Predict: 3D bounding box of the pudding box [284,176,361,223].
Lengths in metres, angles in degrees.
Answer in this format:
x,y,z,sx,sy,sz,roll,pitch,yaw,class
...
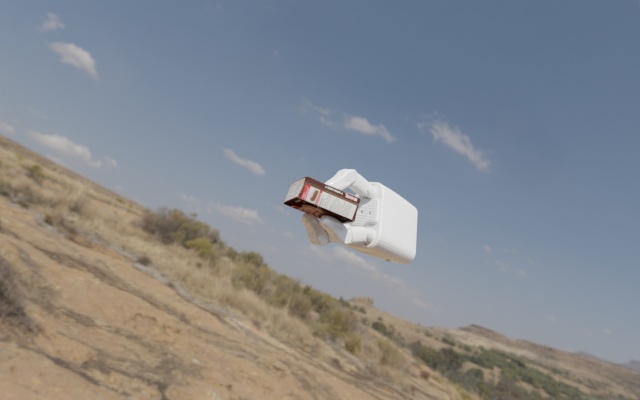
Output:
x,y,z,sx,sy,sz,roll,pitch,yaw,class
0.000,0.002,0.711,0.090,0.039,0.113,22,-12,-11,pudding box
